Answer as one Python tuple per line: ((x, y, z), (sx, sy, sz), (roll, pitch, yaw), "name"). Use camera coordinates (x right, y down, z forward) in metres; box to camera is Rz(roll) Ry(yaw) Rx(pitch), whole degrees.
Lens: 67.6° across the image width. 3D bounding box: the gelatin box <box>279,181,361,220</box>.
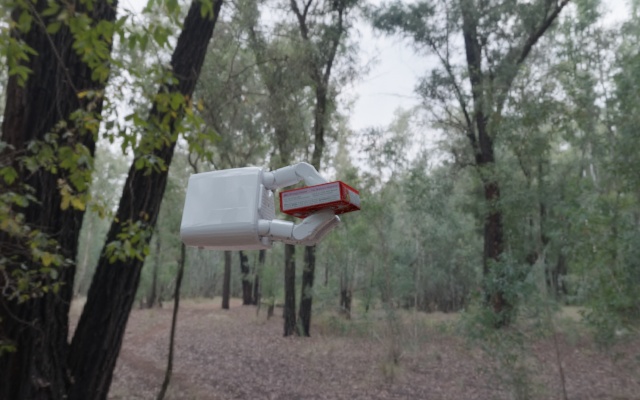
((0.000, 0.002, 0.634), (0.089, 0.030, 0.073), (-11, -15, 21), "gelatin box")
